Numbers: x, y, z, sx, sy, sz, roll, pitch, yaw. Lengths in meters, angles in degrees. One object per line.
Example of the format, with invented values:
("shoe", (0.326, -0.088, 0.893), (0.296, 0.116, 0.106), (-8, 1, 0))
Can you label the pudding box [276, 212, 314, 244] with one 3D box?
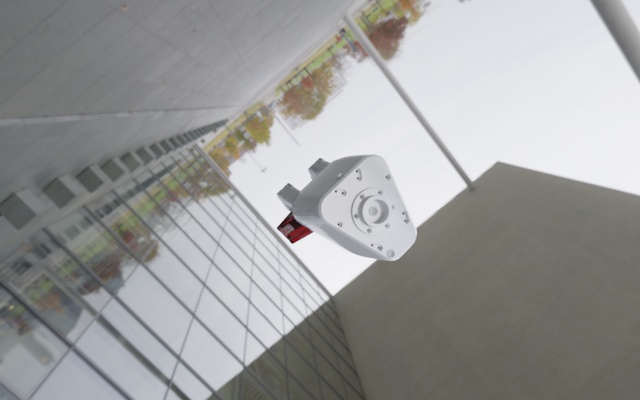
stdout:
("pudding box", (0.000, 0.002, 0.663), (0.090, 0.039, 0.113), (-31, 14, 49))
